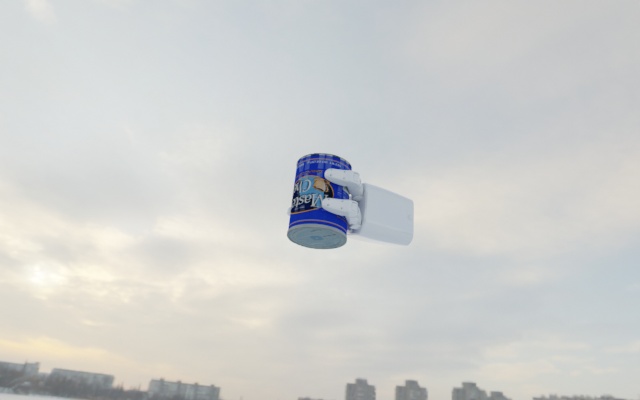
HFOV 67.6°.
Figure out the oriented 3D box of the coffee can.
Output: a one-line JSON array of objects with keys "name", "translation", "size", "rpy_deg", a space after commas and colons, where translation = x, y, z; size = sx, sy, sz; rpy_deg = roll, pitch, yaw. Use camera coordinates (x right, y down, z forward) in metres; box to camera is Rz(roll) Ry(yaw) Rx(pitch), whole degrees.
[{"name": "coffee can", "translation": [0.000, 0.003, 0.837], "size": [0.103, 0.140, 0.103], "rpy_deg": [5, -25, 2]}]
